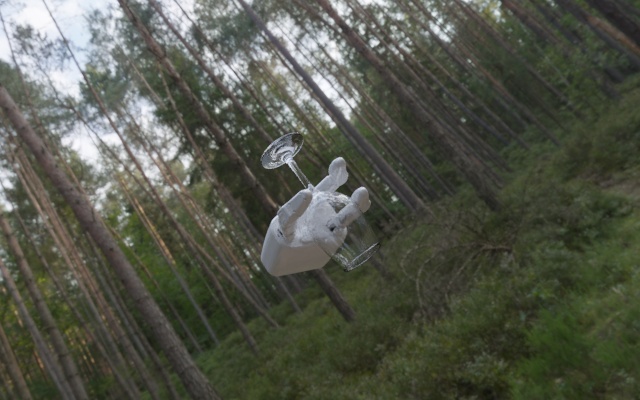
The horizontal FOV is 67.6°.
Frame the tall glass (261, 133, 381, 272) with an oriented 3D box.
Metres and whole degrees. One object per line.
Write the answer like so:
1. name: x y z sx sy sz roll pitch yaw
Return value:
1. tall glass: 0.000 0.002 0.670 0.079 0.201 0.079 -33 -19 -13
